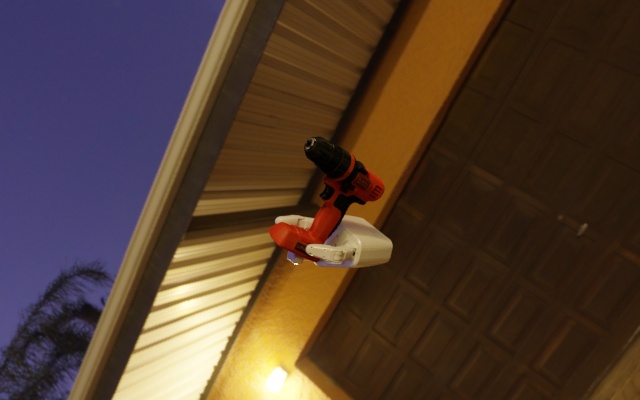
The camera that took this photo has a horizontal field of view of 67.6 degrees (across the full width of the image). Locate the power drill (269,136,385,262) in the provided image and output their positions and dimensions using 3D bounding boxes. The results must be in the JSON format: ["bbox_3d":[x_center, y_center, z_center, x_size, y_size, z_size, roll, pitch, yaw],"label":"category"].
[{"bbox_3d":[0.000,0.003,0.786,0.184,0.188,0.057,31,12,-40],"label":"power drill"}]
